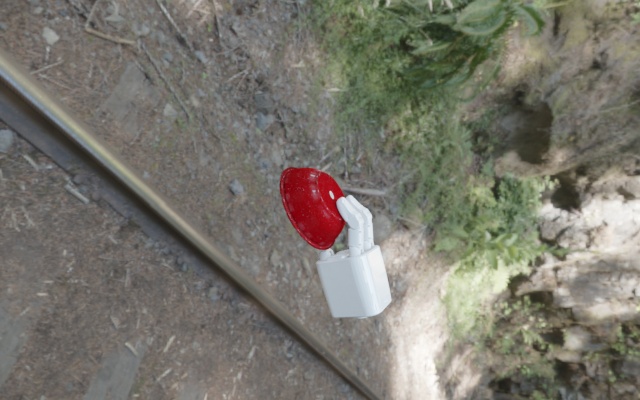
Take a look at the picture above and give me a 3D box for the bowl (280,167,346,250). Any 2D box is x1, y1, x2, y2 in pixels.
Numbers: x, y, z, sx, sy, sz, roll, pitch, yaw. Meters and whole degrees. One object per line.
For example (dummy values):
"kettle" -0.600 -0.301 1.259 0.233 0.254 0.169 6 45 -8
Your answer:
"bowl" 0.000 0.001 0.834 0.055 0.162 0.162 -28 -13 26
